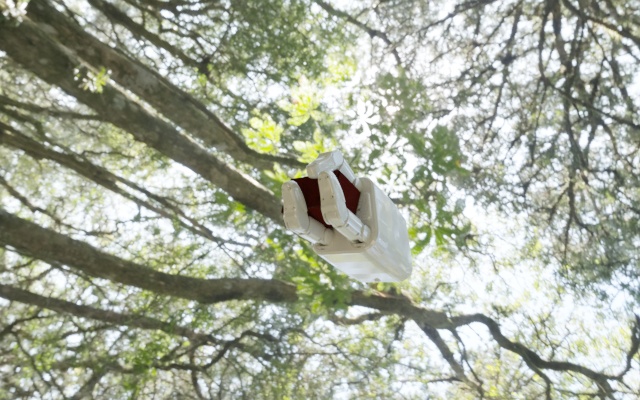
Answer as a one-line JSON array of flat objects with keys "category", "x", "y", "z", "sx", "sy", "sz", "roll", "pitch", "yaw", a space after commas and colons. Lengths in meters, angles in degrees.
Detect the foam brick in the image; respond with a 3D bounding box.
[{"category": "foam brick", "x": 0.000, "y": 0.002, "z": 0.595, "sx": 0.078, "sy": 0.053, "sz": 0.051, "roll": -8, "pitch": -36, "yaw": 37}]
